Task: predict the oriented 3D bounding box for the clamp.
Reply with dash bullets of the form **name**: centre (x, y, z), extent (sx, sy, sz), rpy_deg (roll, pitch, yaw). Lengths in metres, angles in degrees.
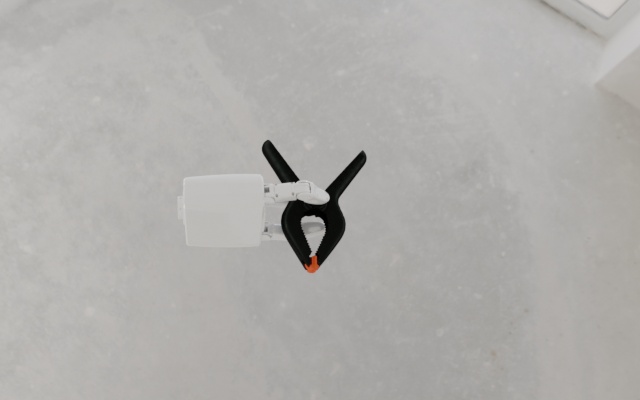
- **clamp**: centre (0.000, 0.002, 0.710), extent (0.164, 0.210, 0.036), rpy_deg (-2, -24, -11)
